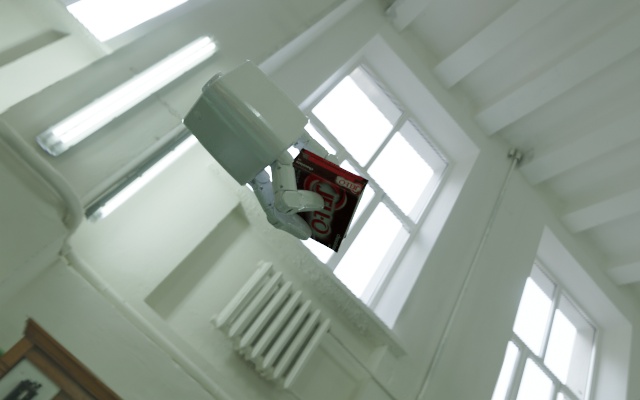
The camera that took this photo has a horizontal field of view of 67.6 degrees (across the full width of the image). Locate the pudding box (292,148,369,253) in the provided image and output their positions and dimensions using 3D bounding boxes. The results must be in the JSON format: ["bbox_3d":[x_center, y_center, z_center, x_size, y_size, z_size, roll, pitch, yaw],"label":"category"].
[{"bbox_3d":[0.000,0.002,0.583,0.090,0.039,0.114,27,-39,10],"label":"pudding box"}]
